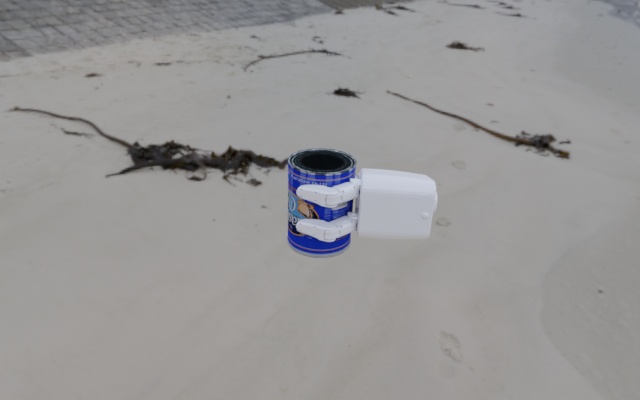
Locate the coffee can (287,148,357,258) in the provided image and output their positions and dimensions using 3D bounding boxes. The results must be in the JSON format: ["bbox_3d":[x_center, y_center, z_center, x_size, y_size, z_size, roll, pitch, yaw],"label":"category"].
[{"bbox_3d":[0.000,0.003,0.736,0.103,0.140,0.102,2,26,-1],"label":"coffee can"}]
